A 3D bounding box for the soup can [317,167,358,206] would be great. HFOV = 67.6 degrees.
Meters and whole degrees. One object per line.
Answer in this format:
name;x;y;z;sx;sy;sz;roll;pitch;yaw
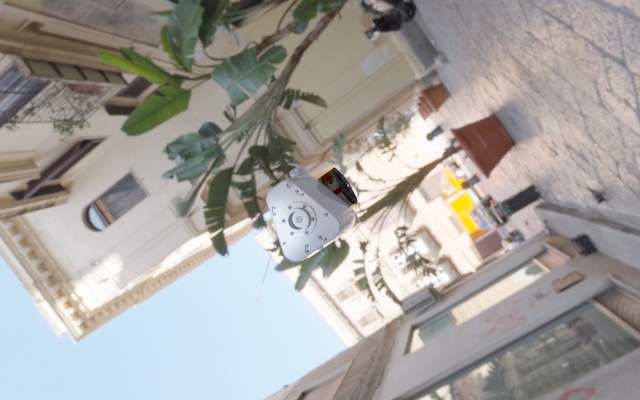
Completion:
soup can;0.000;0.003;0.773;0.102;0.068;0.068;-35;-9;13
